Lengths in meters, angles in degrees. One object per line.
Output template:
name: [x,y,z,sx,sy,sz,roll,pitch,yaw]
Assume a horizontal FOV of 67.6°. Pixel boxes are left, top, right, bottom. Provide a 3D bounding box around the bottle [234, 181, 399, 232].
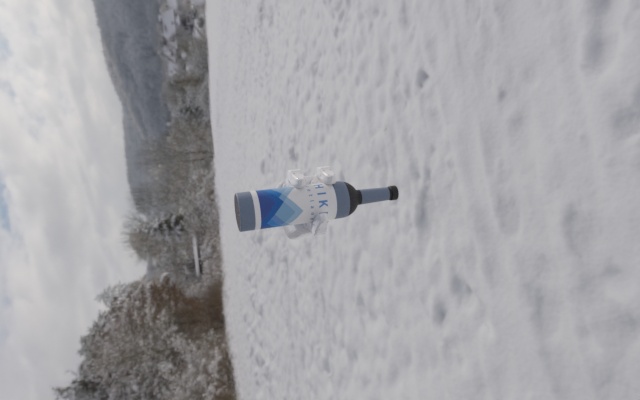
bottle: [0.000,0.003,0.844,0.296,0.069,0.069,-7,2,-17]
